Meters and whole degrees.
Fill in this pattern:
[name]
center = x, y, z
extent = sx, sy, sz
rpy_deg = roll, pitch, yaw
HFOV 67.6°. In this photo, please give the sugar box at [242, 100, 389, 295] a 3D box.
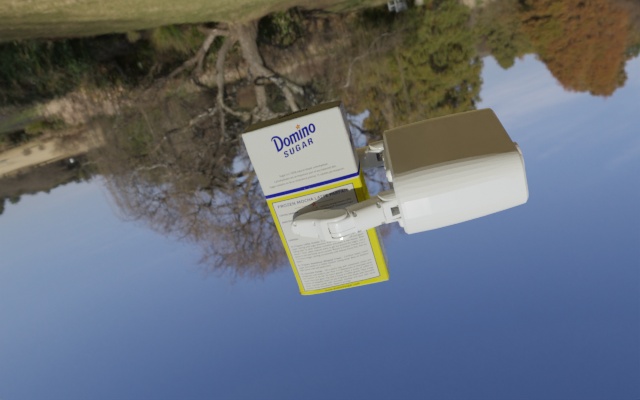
[sugar box]
center = 0.000, 0.001, 0.458
extent = 0.093, 0.176, 0.048
rpy_deg = -13, 18, 11
